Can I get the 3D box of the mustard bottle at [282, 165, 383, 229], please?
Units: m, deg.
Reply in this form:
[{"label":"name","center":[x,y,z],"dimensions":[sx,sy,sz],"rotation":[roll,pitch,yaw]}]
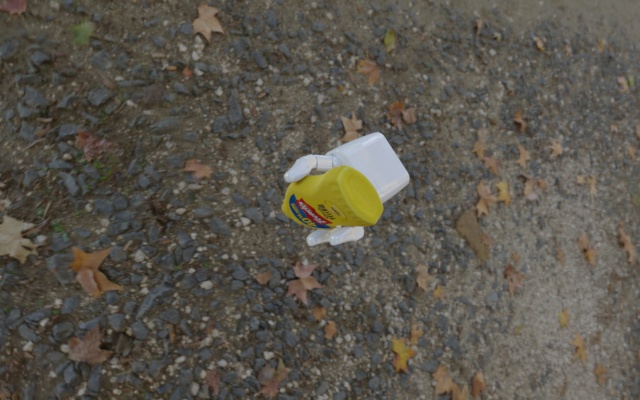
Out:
[{"label":"mustard bottle","center":[0.000,0.003,0.735],"dimensions":[0.096,0.058,0.191],"rotation":[47,-31,-24]}]
